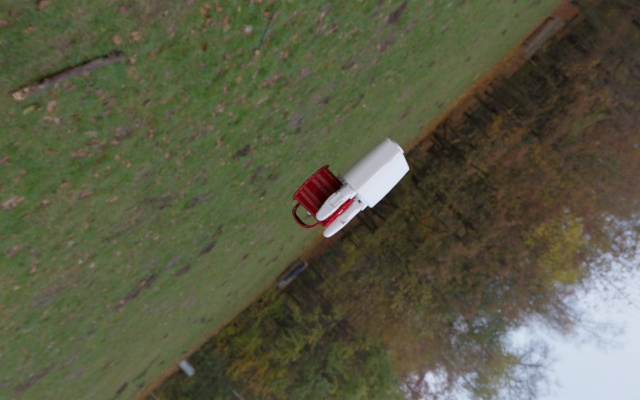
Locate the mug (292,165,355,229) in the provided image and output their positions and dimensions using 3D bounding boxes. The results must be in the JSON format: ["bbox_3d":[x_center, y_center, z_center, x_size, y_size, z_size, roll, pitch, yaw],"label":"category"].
[{"bbox_3d":[-0.001,0.004,0.882,0.117,0.081,0.093,-44,-6,4],"label":"mug"}]
